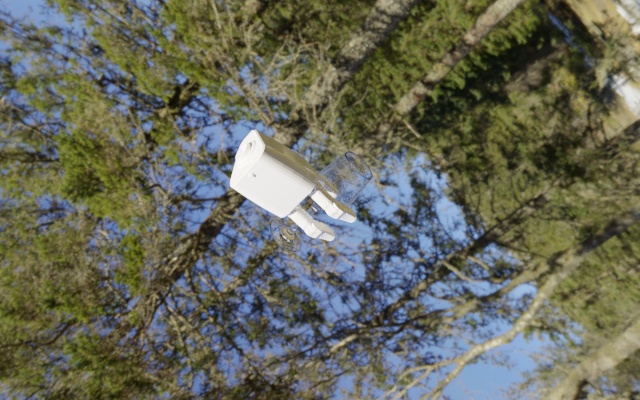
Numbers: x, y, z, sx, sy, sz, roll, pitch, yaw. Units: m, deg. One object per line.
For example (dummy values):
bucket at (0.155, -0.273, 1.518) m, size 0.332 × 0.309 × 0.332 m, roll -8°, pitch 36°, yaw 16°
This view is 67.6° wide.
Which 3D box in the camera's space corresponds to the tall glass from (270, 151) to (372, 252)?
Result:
tall glass at (0.000, 0.003, 0.838) m, size 0.201 × 0.079 × 0.079 m, roll -44°, pitch -22°, yaw 26°
